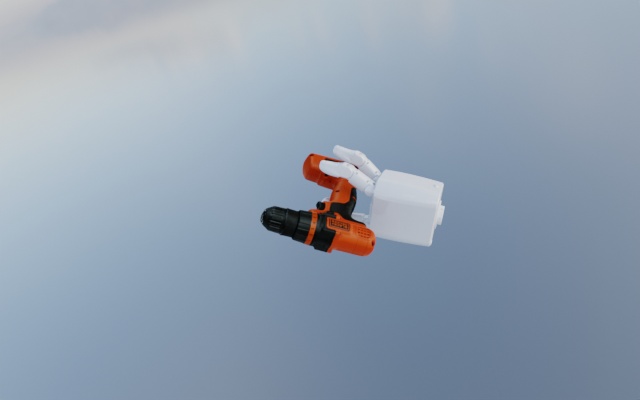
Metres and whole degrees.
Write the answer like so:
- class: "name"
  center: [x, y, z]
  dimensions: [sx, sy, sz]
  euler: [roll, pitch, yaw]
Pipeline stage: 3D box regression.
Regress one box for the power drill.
- class: "power drill"
  center: [0.000, 0.002, 0.797]
  dimensions: [0.184, 0.187, 0.057]
  euler: [17, -47, -11]
